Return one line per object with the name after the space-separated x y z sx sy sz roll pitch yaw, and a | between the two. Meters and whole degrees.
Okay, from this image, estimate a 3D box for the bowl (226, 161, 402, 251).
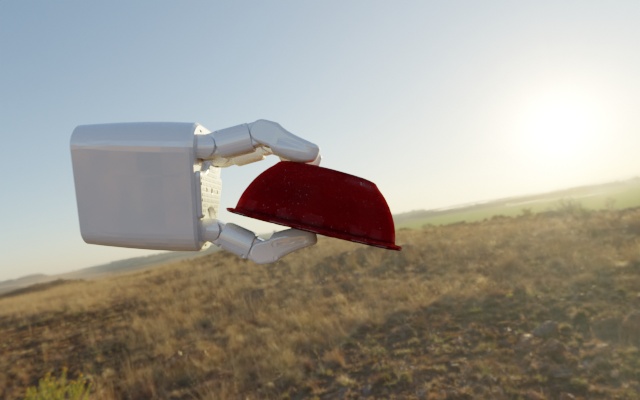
0.001 0.001 0.435 0.162 0.055 0.162 13 -2 0 | bowl
